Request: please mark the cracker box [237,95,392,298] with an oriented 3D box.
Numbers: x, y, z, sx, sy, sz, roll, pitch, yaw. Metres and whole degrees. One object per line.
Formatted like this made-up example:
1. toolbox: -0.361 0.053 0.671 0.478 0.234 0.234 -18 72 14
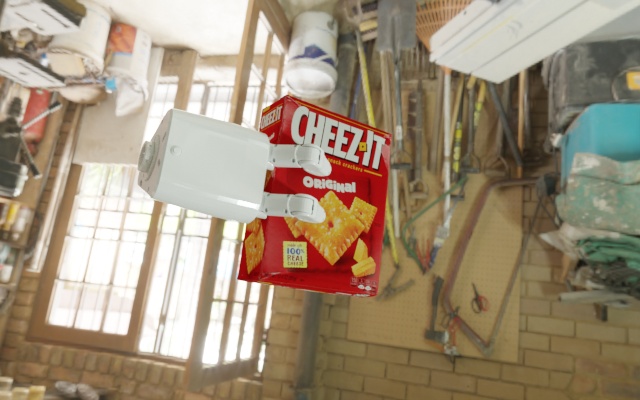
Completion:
1. cracker box: 0.000 0.002 0.580 0.164 0.213 0.072 15 -14 -31
